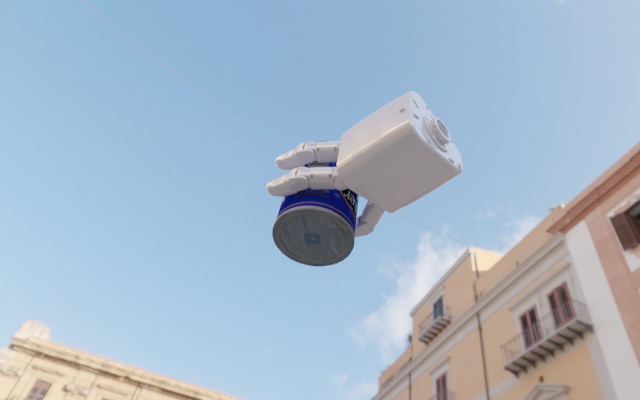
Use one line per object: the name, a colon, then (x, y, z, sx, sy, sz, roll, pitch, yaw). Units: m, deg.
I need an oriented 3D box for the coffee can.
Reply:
coffee can: (0.000, 0.002, 0.638, 0.103, 0.103, 0.140, 0, 42, 11)
